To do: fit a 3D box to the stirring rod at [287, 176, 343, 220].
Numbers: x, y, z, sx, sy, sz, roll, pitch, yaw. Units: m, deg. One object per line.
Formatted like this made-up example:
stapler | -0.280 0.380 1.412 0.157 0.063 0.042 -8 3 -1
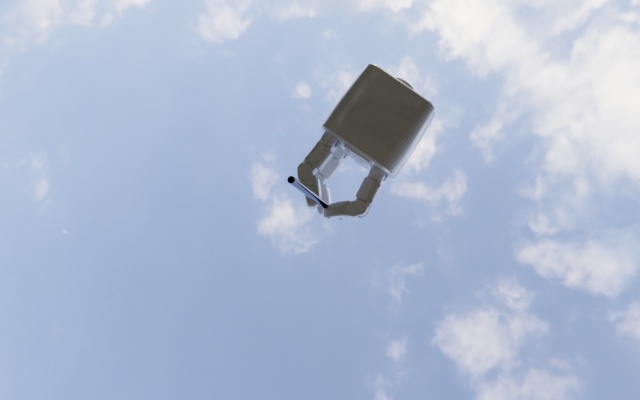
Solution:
stirring rod | 0.000 0.002 0.598 0.011 0.011 0.239 0 -11 15
